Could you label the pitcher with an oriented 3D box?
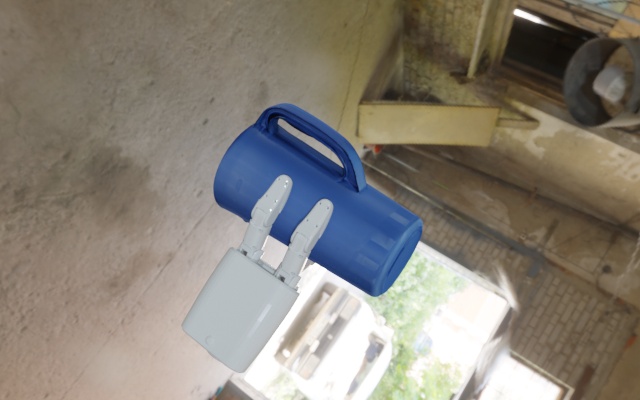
[{"bbox_3d":[0.000,0.002,0.583,0.243,0.145,0.149,31,-10,20],"label":"pitcher"}]
